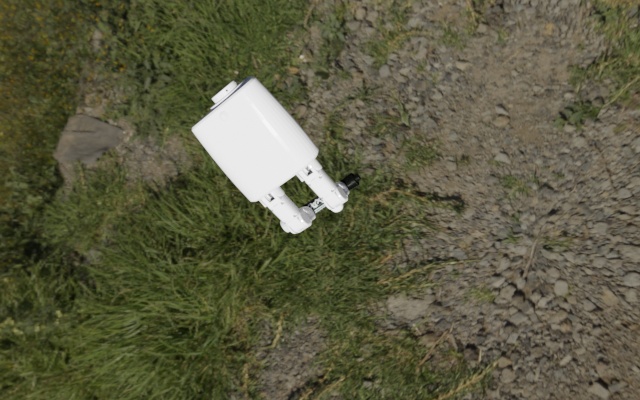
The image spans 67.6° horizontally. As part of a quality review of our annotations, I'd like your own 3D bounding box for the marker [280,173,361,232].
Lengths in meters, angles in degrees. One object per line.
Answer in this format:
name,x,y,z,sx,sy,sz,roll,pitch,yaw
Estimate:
marker,0.000,0.002,0.612,0.121,0.020,0.020,-34,-12,18
